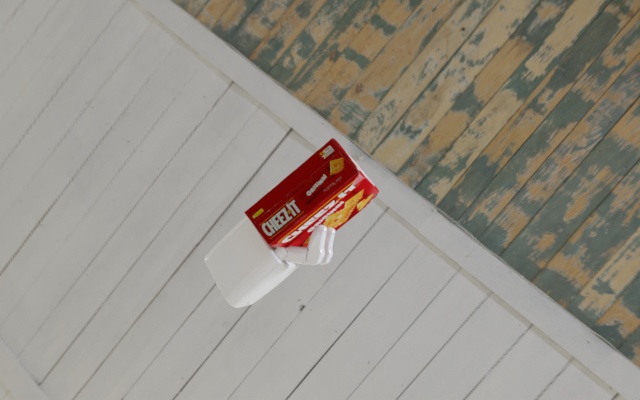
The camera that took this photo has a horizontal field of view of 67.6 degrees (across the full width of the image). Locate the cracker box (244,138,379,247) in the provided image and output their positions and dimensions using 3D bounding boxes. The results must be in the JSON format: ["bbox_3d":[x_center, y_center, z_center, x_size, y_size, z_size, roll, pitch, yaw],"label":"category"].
[{"bbox_3d":[0.000,0.002,0.747,0.164,0.072,0.214,-40,-14,7],"label":"cracker box"}]
